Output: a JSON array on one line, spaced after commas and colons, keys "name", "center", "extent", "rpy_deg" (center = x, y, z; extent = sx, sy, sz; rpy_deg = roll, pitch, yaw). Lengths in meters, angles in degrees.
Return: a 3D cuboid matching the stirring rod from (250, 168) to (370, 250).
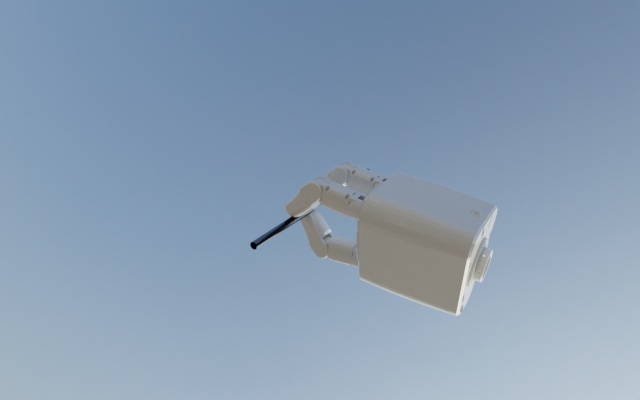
[{"name": "stirring rod", "center": [0.000, 0.002, 0.540], "extent": [0.011, 0.011, 0.239], "rpy_deg": [0, 20, 34]}]
